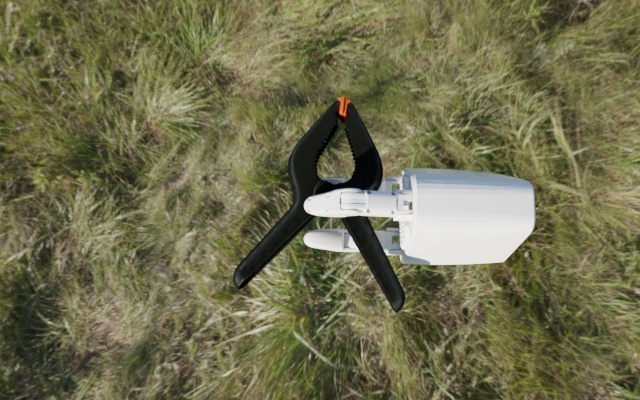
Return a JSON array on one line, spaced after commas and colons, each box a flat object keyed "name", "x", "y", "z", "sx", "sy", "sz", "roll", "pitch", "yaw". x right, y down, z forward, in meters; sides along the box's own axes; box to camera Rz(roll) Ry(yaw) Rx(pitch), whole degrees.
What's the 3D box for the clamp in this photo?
[{"name": "clamp", "x": 0.000, "y": 0.001, "z": 0.471, "sx": 0.164, "sy": 0.210, "sz": 0.036, "roll": 1, "pitch": -10, "yaw": 1}]
